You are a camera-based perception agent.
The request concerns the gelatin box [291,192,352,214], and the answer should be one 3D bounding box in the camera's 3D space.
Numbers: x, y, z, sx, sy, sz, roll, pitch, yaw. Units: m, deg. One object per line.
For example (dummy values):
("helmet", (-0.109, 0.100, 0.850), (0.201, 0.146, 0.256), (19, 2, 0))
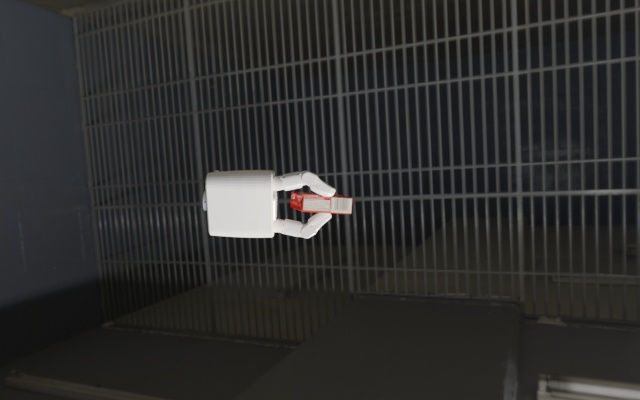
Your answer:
("gelatin box", (0.000, 0.003, 0.807), (0.089, 0.030, 0.073), (3, 4, -17))
